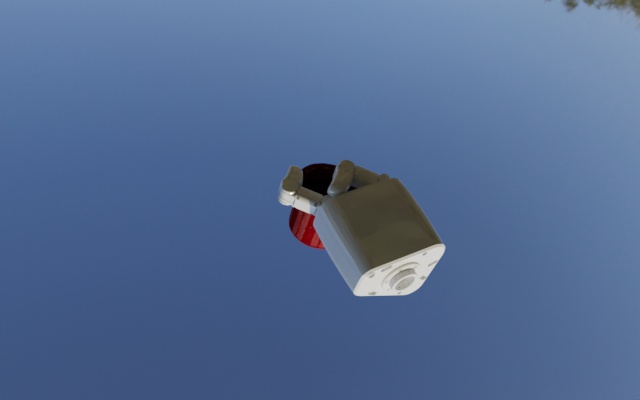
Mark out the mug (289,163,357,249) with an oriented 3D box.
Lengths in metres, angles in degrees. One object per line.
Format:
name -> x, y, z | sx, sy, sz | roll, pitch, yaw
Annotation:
mug -> -0.001, 0.001, 0.646 | 0.093, 0.082, 0.117 | -5, 46, -27
